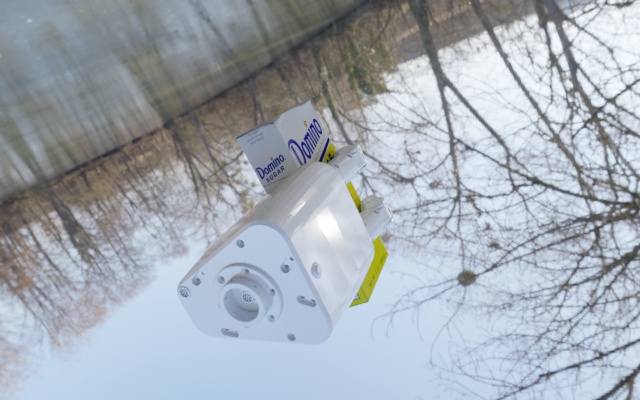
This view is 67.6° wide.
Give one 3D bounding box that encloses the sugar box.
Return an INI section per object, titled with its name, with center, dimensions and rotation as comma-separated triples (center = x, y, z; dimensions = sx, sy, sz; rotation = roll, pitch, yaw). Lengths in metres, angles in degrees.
[sugar box]
center = 0.001, 0.001, 0.438
dimensions = 0.048, 0.176, 0.093
rotation = -20, 14, 25
